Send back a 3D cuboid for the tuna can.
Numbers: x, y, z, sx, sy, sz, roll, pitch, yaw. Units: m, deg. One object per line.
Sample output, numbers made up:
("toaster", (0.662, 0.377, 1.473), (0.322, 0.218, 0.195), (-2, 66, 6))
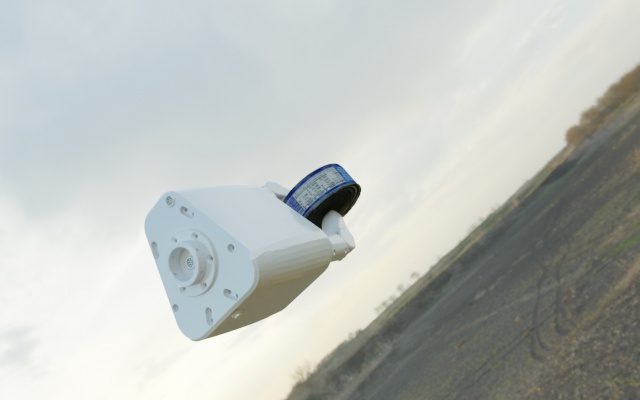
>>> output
("tuna can", (0.000, 0.001, 0.504), (0.086, 0.033, 0.086), (-34, -21, -15))
